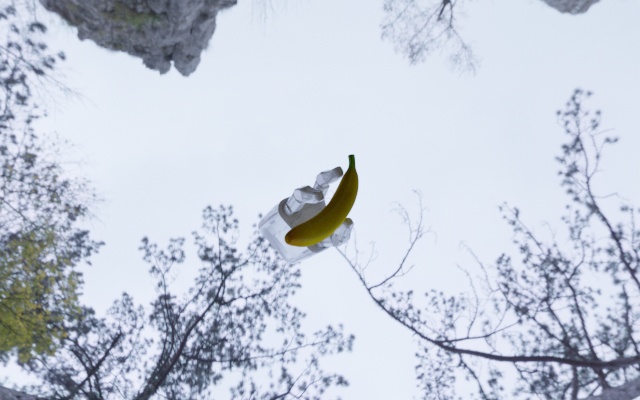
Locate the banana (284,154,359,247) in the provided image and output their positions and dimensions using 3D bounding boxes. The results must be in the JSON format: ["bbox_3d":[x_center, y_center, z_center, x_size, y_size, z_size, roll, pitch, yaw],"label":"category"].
[{"bbox_3d":[0.011,0.014,0.727,0.037,0.070,0.197,-8,35,44],"label":"banana"}]
